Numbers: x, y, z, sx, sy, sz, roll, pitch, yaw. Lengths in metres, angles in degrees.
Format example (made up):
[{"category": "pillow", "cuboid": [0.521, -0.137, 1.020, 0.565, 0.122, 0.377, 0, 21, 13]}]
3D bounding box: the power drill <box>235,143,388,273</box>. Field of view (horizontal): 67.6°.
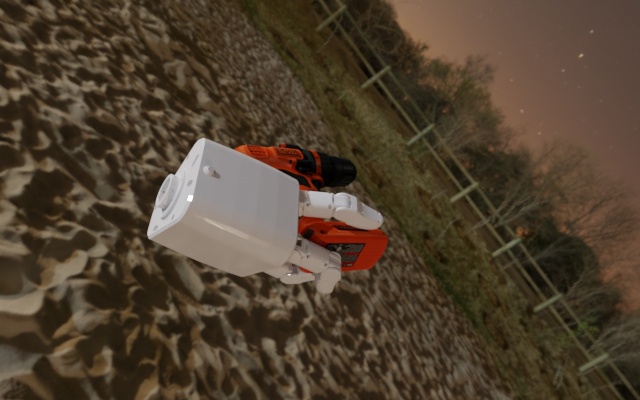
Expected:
[{"category": "power drill", "cuboid": [0.000, 0.002, 0.572, 0.184, 0.057, 0.187, 1, 37, -34]}]
